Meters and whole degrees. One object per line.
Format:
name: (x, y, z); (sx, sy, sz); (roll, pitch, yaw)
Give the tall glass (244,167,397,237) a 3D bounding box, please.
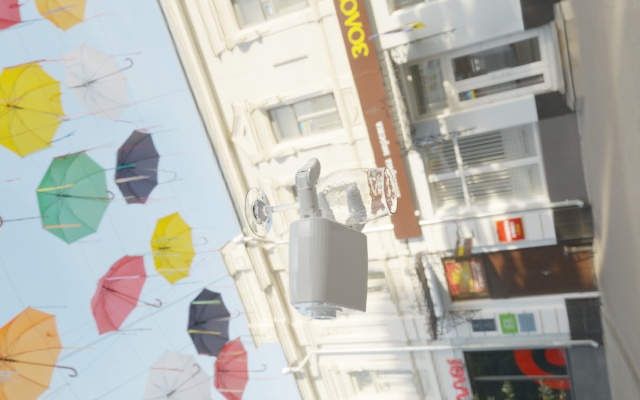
tall glass: (-0.001, 0.002, 0.655); (0.201, 0.079, 0.079); (-10, -4, 23)
